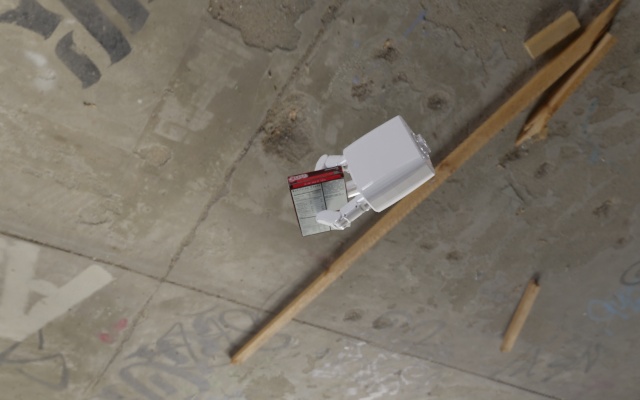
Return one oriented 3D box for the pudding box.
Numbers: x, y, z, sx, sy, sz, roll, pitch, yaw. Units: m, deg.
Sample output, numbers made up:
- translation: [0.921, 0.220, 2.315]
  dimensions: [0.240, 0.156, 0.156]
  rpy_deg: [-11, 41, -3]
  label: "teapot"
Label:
- translation: [0.000, 0.003, 0.781]
  dimensions: [0.090, 0.114, 0.039]
  rpy_deg: [-12, 40, 0]
  label: "pudding box"
